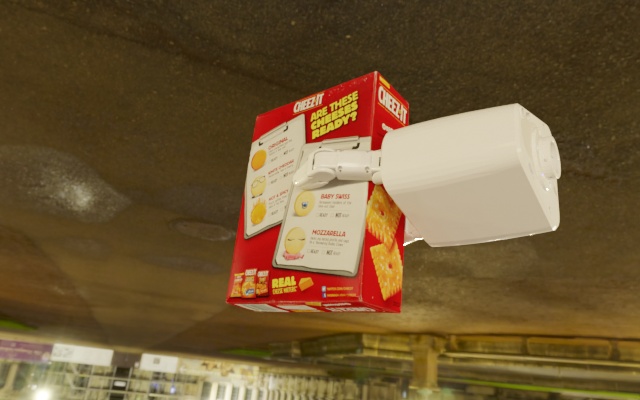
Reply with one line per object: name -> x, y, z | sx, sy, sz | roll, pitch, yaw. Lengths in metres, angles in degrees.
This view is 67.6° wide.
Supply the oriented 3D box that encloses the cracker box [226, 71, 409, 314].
cracker box -> 0.000, 0.002, 0.474 | 0.164, 0.213, 0.072 | -11, -27, 38
